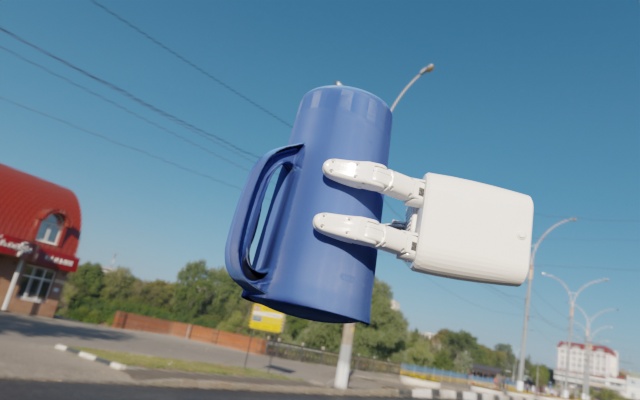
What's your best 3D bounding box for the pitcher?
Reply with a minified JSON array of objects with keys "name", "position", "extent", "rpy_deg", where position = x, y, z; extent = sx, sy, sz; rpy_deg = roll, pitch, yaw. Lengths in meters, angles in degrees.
[{"name":"pitcher","position":[0.000,0.002,0.507],"extent":[0.145,0.242,0.149],"rpy_deg":[10,-16,4]}]
